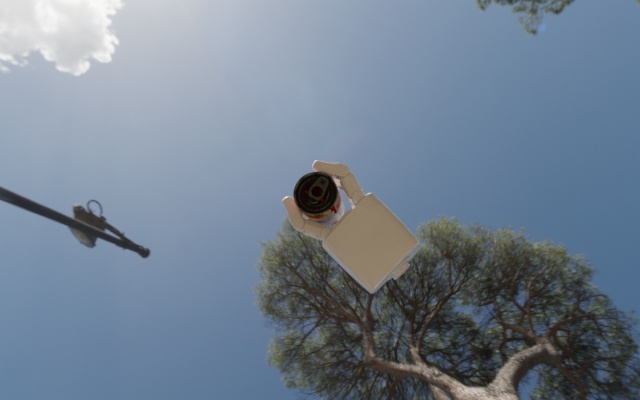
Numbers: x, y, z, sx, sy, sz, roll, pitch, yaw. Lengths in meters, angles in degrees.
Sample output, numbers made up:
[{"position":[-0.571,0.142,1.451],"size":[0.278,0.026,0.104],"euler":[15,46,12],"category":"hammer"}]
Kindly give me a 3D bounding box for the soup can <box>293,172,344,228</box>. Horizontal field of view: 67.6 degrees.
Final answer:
[{"position":[0.000,0.002,0.764],"size":[0.068,0.068,0.102],"euler":[0,-16,9],"category":"soup can"}]
